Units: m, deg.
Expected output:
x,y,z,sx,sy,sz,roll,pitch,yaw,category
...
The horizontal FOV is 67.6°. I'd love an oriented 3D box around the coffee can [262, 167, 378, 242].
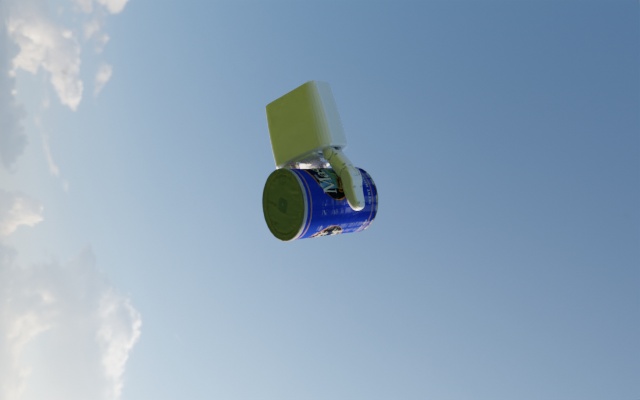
x,y,z,sx,sy,sz,roll,pitch,yaw,category
0.000,0.002,0.706,0.140,0.103,0.103,-4,3,-39,coffee can
